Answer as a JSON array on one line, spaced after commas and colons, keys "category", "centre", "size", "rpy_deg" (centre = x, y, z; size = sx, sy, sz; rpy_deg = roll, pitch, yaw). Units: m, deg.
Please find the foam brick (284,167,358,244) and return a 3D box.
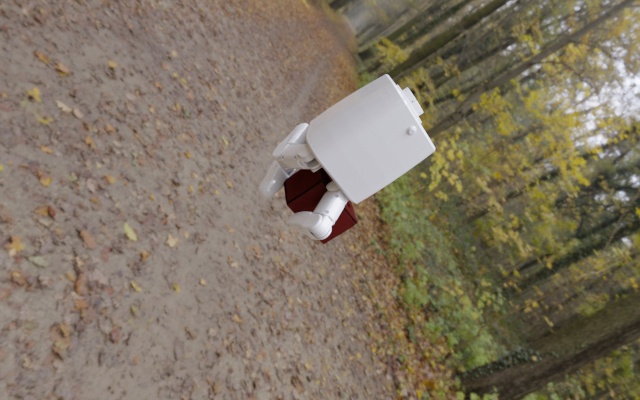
[{"category": "foam brick", "centre": [0.000, 0.002, 0.566], "size": [0.051, 0.078, 0.053], "rpy_deg": [-33, 33, 13]}]
